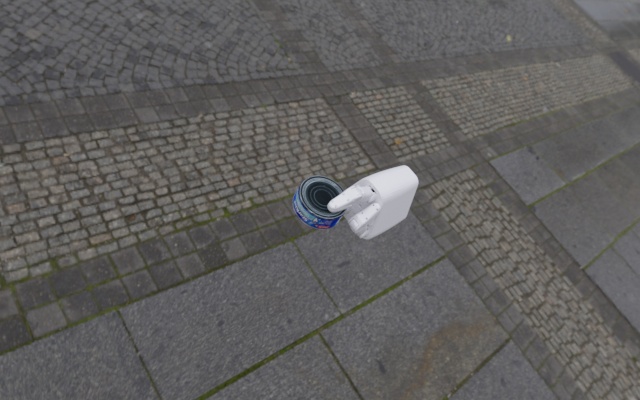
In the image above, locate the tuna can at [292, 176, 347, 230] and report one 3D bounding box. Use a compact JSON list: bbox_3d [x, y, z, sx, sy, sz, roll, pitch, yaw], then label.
[{"bbox_3d":[0.000,0.002,0.769,0.086,0.086,0.034,0,-33,-25],"label":"tuna can"}]
